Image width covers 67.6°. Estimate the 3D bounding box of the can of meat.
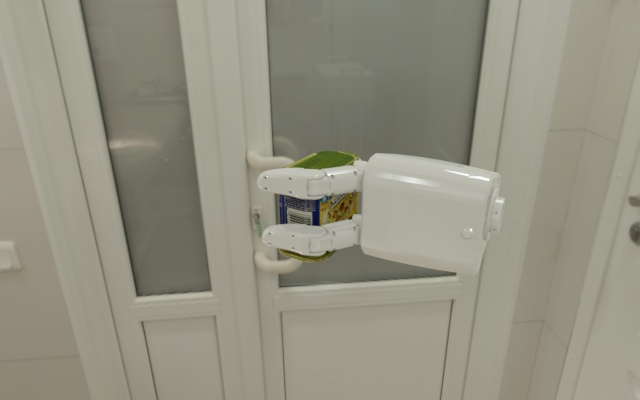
[{"bbox_3d":[0.000,0.001,0.488,0.057,0.084,0.102,14,27,27],"label":"can of meat"}]
